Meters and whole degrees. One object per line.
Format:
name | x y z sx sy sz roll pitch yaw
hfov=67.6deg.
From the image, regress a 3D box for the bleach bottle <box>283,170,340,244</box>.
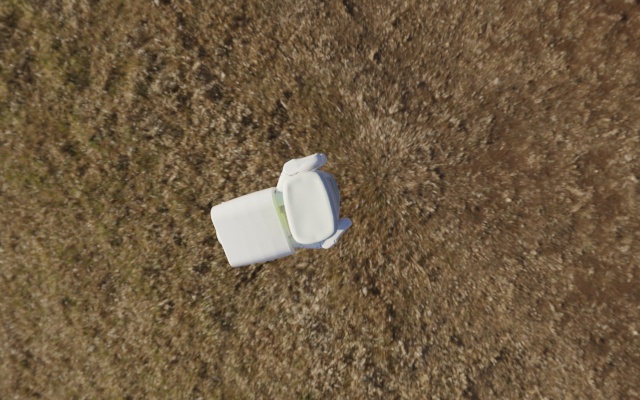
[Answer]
bleach bottle | 0.000 0.002 0.774 0.068 0.102 0.251 -13 1 8
